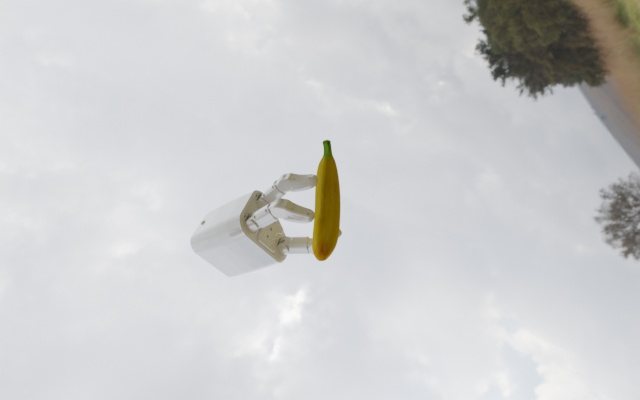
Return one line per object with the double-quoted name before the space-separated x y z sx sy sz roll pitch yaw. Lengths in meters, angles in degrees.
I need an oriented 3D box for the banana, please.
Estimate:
"banana" 0.006 0.009 0.686 0.037 0.197 0.070 -10 -35 16
